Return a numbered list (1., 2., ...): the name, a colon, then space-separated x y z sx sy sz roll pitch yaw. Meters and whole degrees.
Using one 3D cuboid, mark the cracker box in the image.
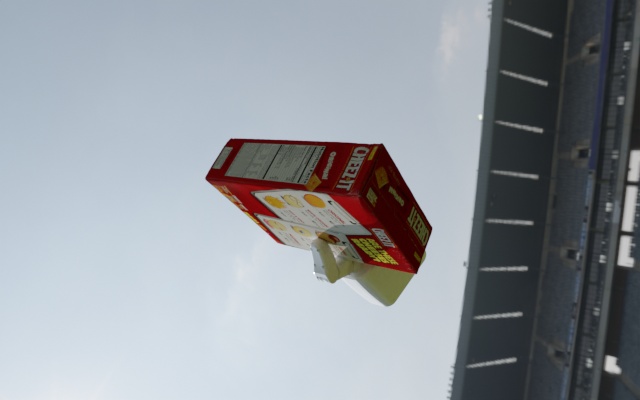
1. cracker box: 0.000 0.002 0.552 0.213 0.072 0.164 7 -28 36
